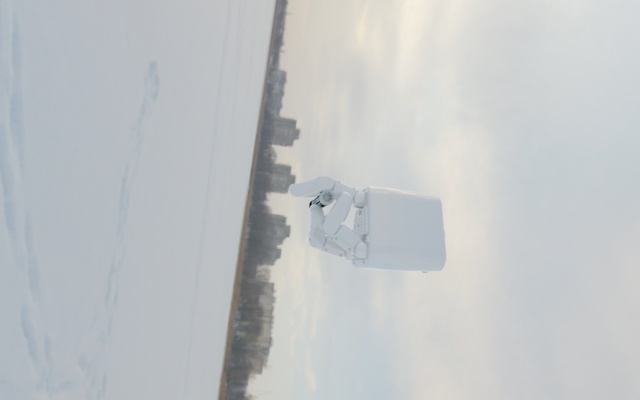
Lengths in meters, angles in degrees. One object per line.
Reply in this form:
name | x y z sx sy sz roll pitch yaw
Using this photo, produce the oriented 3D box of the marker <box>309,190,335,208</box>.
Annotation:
marker | 0.000 0.002 0.683 0.020 0.020 0.121 0 -7 -9
